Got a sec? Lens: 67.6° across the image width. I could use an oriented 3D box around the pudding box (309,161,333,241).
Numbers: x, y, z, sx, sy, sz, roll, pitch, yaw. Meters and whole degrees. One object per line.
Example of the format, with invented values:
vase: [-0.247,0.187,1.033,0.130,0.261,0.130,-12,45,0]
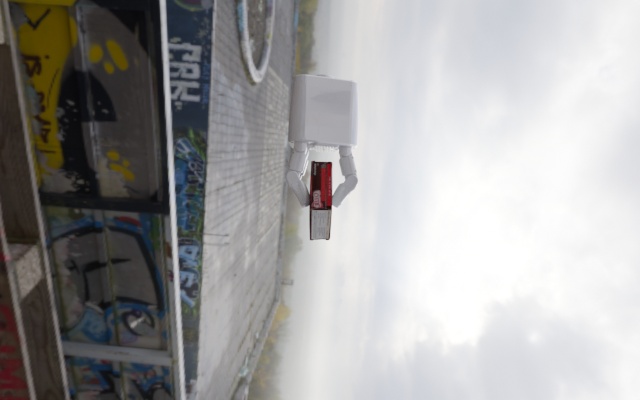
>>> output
pudding box: [0.000,0.003,0.780,0.039,0.090,0.114,1,-30,1]
